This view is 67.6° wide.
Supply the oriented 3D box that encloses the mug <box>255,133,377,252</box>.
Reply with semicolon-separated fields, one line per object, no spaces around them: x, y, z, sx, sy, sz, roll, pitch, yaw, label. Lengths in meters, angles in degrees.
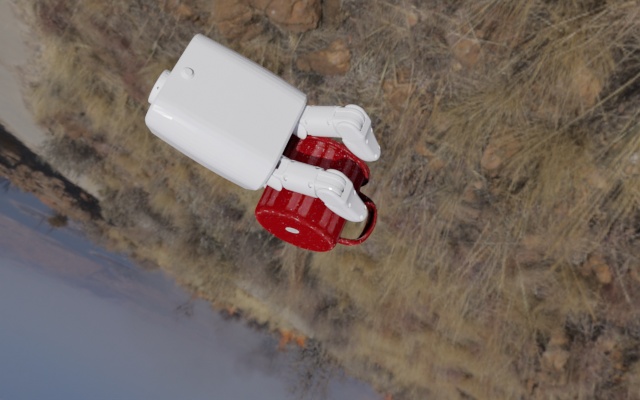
0.001;0.002;0.453;0.117;0.081;0.093;30;-22;-14;mug
